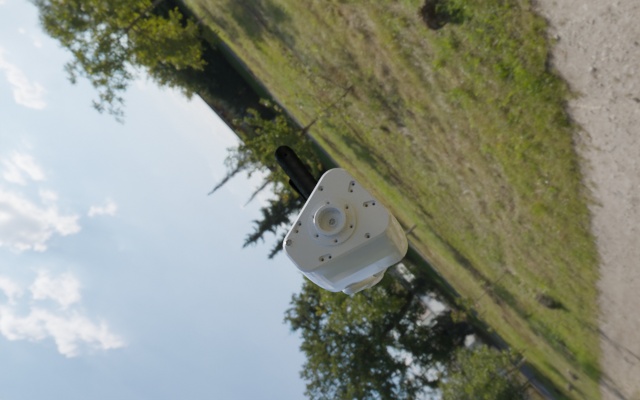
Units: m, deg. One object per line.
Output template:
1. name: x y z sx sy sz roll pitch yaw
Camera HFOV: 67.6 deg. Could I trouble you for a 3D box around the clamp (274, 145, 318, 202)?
1. clamp: 0.000 0.003 0.618 0.171 0.039 0.120 46 -1 25
